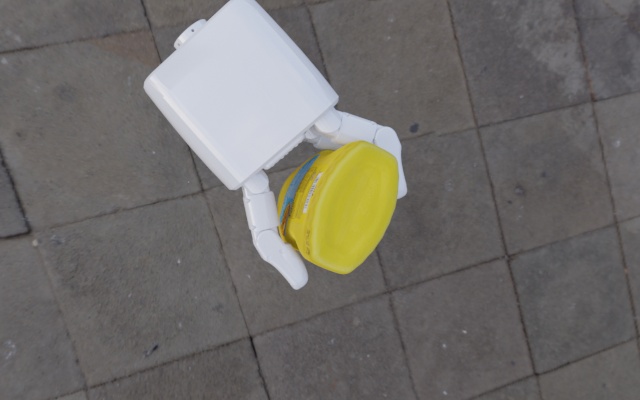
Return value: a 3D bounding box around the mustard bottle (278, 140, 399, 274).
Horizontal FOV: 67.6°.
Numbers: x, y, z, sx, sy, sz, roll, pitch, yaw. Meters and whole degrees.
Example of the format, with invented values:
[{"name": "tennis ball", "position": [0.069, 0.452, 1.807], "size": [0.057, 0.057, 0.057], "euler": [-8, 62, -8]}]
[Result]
[{"name": "mustard bottle", "position": [0.000, 0.002, 0.423], "size": [0.058, 0.096, 0.191], "euler": [23, -4, -15]}]
